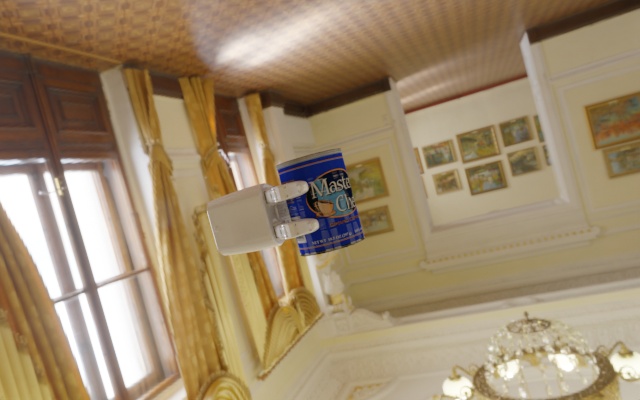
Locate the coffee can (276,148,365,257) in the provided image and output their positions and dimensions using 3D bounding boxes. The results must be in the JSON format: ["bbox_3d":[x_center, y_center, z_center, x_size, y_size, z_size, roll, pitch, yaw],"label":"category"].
[{"bbox_3d":[0.000,0.002,0.721,0.103,0.140,0.103,-15,2,0],"label":"coffee can"}]
